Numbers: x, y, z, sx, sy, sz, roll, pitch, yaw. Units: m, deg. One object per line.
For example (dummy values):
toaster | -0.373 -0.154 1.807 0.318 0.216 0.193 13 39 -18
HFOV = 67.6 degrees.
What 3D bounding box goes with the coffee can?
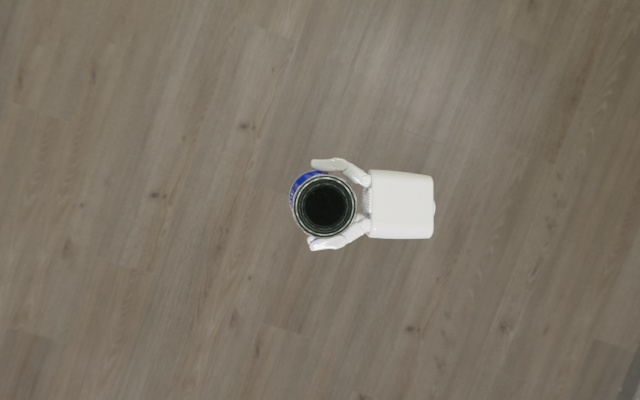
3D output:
coffee can | 0.000 0.003 0.805 0.103 0.103 0.140 0 6 -6
